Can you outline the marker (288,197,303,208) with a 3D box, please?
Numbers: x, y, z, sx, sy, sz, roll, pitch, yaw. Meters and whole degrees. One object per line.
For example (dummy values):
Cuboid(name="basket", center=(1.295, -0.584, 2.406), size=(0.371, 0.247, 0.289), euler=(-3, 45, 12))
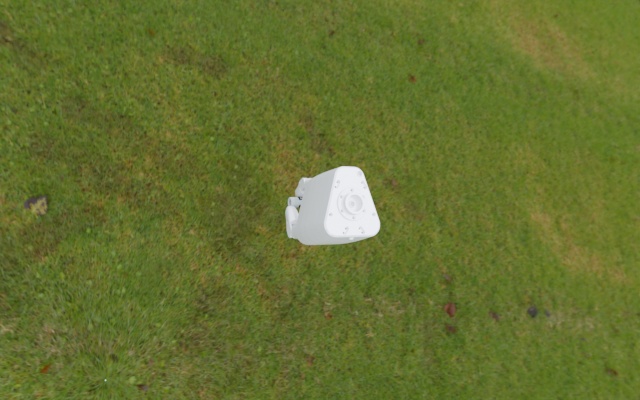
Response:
Cuboid(name="marker", center=(0.000, 0.003, 0.868), size=(0.121, 0.020, 0.020), euler=(-1, 0, -25))
